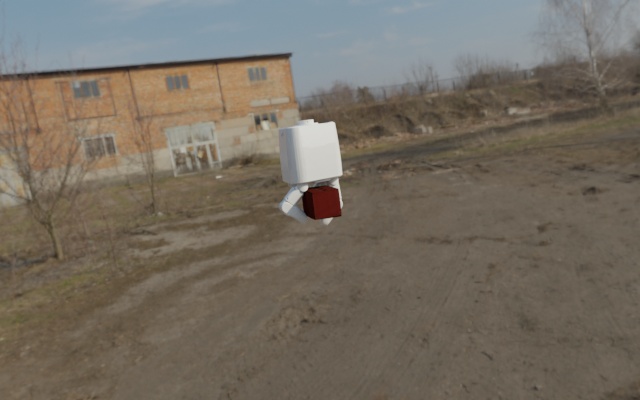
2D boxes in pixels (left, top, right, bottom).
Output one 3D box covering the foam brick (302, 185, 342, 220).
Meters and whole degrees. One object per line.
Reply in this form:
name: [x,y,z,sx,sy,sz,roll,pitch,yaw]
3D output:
foam brick: [0.000,0.003,0.888,0.053,0.051,0.078,-8,9,-17]
